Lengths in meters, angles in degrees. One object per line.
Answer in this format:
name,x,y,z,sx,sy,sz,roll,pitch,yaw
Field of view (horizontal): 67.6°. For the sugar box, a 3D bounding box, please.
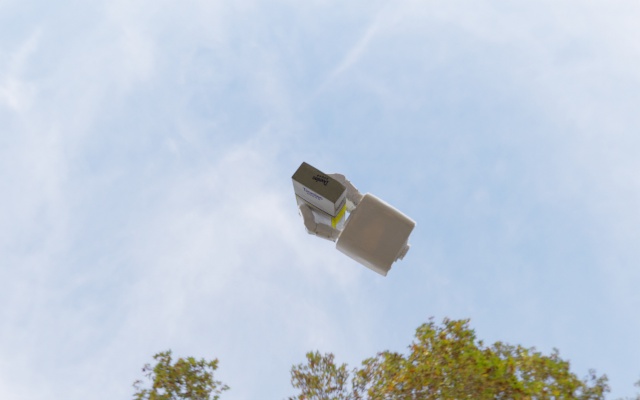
sugar box,0.001,0.003,0.886,0.093,0.048,0.176,31,-21,14
